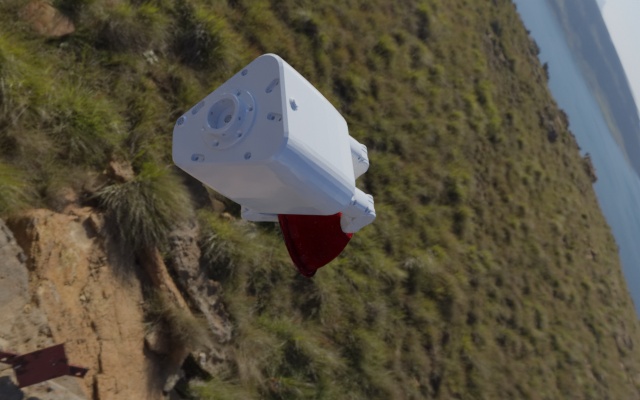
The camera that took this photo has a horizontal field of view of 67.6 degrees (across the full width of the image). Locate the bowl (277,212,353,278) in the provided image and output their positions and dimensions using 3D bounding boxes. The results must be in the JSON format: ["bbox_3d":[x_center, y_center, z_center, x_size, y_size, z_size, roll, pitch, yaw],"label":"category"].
[{"bbox_3d":[0.001,0.002,0.532,0.055,0.162,0.162,-11,-2,12],"label":"bowl"}]
